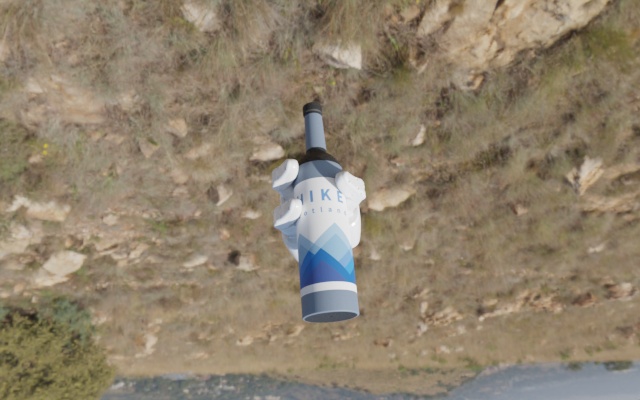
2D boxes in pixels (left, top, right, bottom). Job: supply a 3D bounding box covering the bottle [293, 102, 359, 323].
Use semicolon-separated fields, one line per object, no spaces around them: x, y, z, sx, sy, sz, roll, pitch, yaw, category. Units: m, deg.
0.000;0.002;0.613;0.069;0.295;0.069;-4;-24;-2;bottle
